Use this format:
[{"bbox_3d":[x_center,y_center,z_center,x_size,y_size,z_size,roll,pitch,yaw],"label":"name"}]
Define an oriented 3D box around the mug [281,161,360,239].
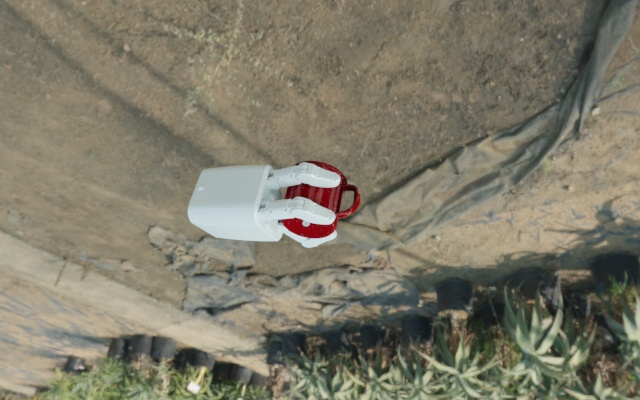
[{"bbox_3d":[0.001,0.002,0.693,0.117,0.081,0.093,0,-36,16],"label":"mug"}]
